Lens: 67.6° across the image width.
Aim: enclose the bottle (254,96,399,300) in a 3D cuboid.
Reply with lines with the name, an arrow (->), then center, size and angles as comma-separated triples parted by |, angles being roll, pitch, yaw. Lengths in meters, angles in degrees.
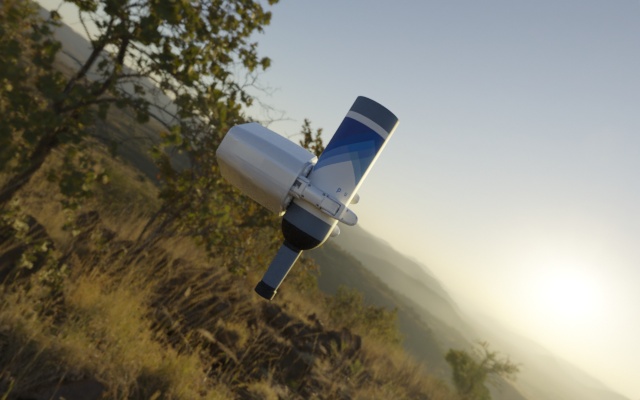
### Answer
bottle -> 0.000, 0.002, 0.643 | 0.069, 0.295, 0.069 | 32, 0, 0
